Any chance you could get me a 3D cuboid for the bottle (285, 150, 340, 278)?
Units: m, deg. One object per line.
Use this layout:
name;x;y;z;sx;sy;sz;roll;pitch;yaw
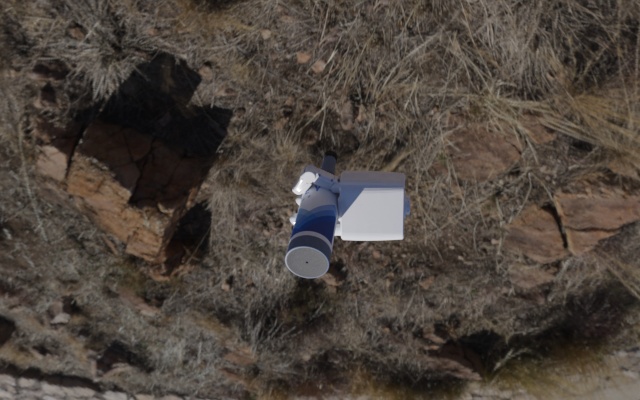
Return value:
bottle;0.000;0.003;0.818;0.069;0.069;0.295;0;37;10
